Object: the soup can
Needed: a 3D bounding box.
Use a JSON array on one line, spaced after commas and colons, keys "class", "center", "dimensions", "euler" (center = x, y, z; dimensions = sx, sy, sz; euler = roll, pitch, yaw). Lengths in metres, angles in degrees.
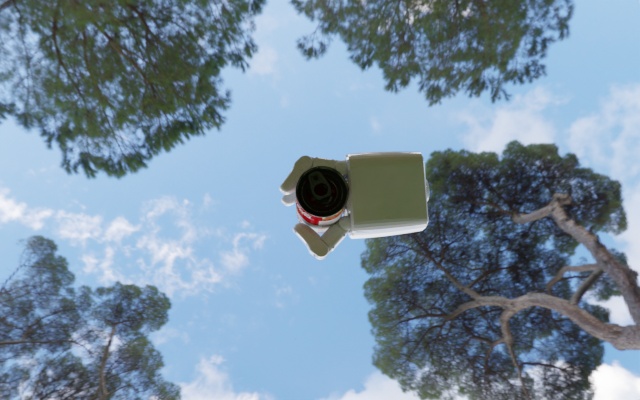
[{"class": "soup can", "center": [0.000, 0.002, 0.647], "dimensions": [0.068, 0.068, 0.102], "euler": [0, -16, -3]}]
